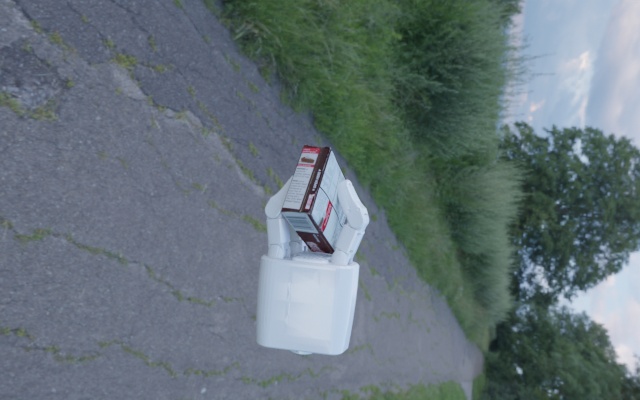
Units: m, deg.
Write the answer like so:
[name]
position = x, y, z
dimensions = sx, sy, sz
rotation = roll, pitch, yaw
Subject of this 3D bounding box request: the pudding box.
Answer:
[pudding box]
position = 0.000, 0.002, 0.568
dimensions = 0.039, 0.090, 0.114
rotation = 7, -26, 21
